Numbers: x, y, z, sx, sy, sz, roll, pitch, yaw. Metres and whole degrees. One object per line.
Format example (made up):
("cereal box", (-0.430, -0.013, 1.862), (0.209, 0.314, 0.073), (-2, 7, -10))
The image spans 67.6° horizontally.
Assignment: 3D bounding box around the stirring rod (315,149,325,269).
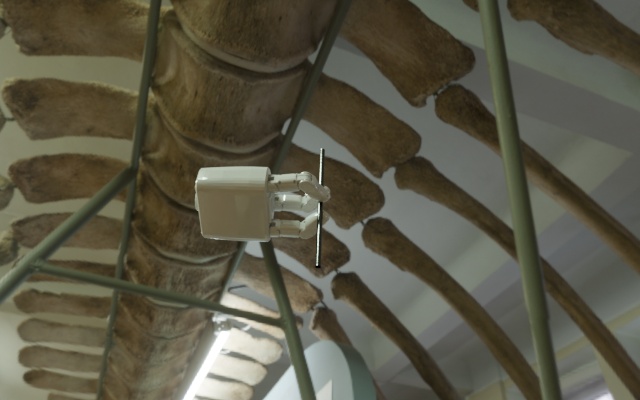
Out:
("stirring rod", (0.000, 0.002, 0.731), (0.011, 0.239, 0.011), (1, -43, 1))
